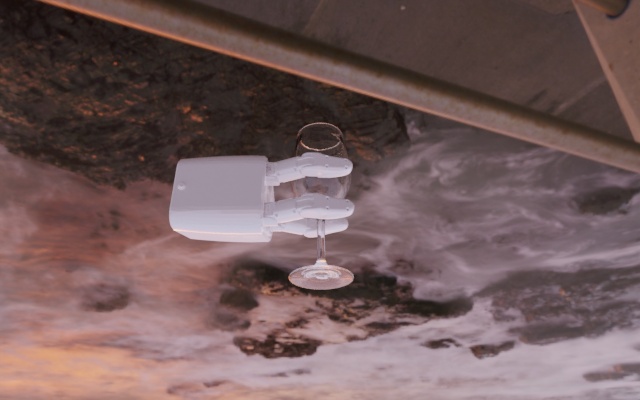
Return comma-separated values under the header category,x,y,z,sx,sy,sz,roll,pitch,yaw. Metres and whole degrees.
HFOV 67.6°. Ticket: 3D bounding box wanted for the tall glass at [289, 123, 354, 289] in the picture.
category,x,y,z,sx,sy,sz,roll,pitch,yaw
tall glass,0.000,0.003,0.590,0.079,0.201,0.079,0,-29,0
